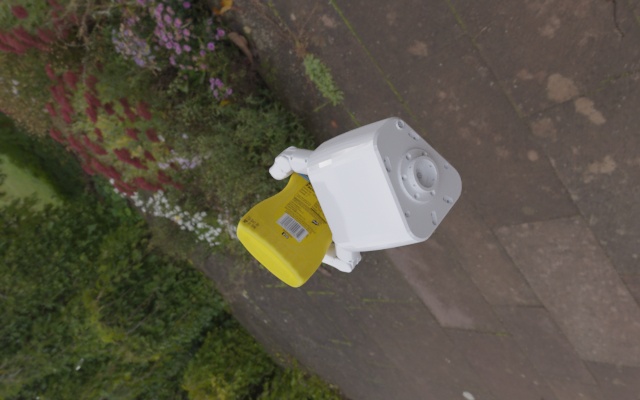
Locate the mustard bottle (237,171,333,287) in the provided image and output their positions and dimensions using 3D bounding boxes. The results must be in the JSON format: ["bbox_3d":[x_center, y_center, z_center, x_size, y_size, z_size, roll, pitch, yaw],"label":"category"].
[{"bbox_3d":[0.000,0.002,0.555,0.191,0.096,0.058,-46,-7,-30],"label":"mustard bottle"}]
